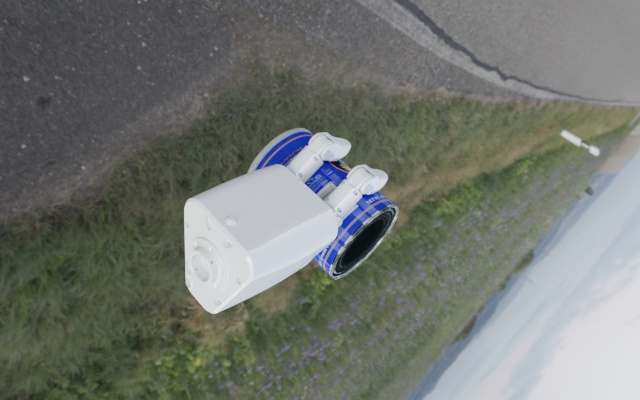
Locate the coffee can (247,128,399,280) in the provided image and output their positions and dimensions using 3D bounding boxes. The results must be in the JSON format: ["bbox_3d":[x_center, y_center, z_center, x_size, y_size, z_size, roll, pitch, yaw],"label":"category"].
[{"bbox_3d":[0.000,0.002,0.528,0.140,0.103,0.103,42,18,21],"label":"coffee can"}]
